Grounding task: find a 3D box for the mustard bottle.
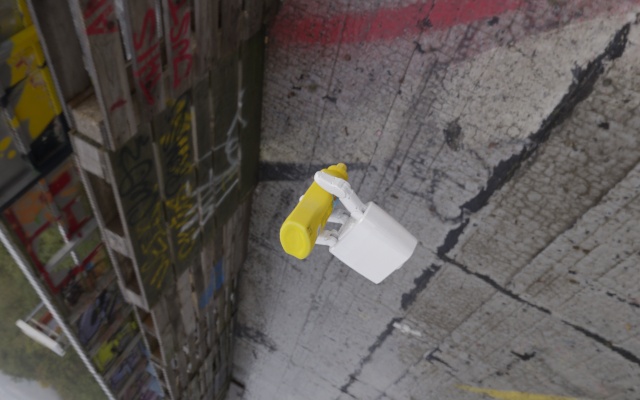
[{"bbox_3d":[0.000,0.003,0.819,0.058,0.191,0.096,23,-38,14],"label":"mustard bottle"}]
